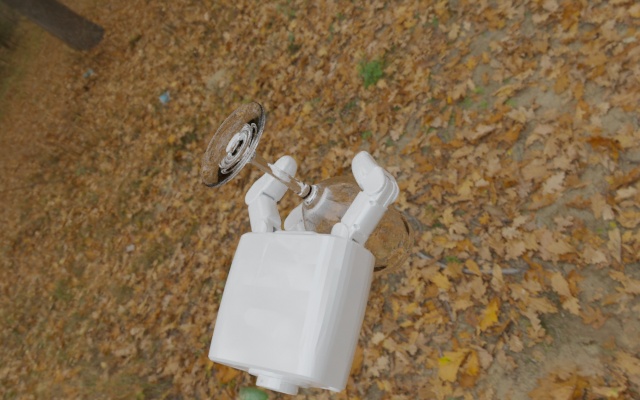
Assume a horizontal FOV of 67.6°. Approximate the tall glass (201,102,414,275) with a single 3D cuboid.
[{"bbox_3d":[0.000,0.001,0.418,0.201,0.079,0.079,33,-21,-36],"label":"tall glass"}]
